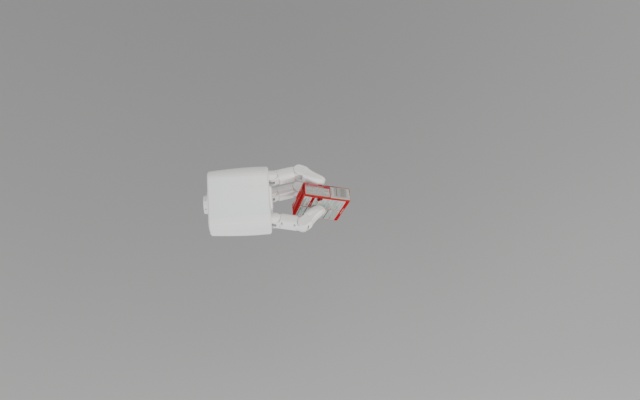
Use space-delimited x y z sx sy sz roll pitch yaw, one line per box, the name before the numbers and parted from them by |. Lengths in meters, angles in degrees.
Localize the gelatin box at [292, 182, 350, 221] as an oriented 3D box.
gelatin box | 0.000 0.003 0.863 0.089 0.030 0.073 7 -34 -16
